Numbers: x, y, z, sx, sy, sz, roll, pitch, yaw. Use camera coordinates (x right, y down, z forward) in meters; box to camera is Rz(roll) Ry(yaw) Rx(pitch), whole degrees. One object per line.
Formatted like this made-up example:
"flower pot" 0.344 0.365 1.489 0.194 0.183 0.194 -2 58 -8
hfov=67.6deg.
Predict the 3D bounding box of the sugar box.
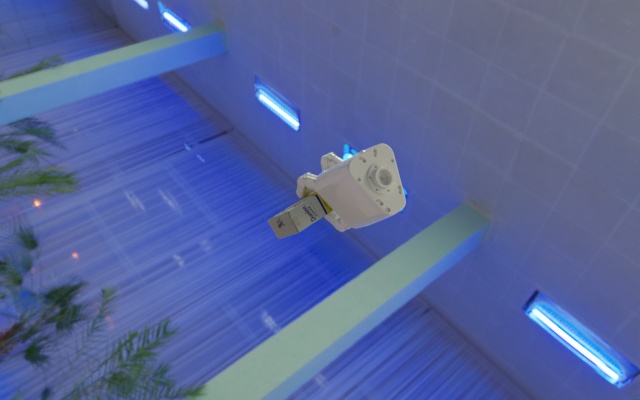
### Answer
"sugar box" 0.000 0.002 0.841 0.176 0.048 0.093 -29 4 -29
